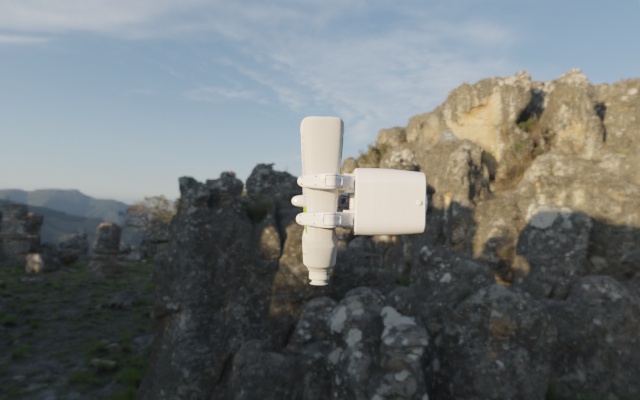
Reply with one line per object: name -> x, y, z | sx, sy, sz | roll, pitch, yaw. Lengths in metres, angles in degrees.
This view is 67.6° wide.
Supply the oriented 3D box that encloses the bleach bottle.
bleach bottle -> 0.000, 0.002, 0.742 | 0.068, 0.251, 0.102 | 1, -1, -2
